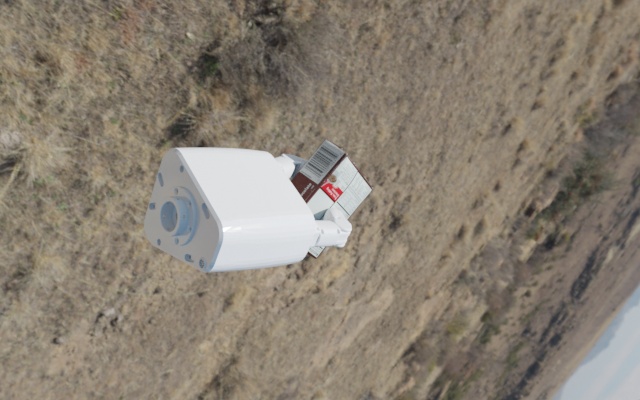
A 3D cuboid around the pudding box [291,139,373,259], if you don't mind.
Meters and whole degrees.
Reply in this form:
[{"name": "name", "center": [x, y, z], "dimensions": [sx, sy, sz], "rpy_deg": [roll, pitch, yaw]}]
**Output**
[{"name": "pudding box", "center": [0.000, 0.002, 0.538], "dimensions": [0.039, 0.113, 0.090], "rpy_deg": [39, -4, 34]}]
